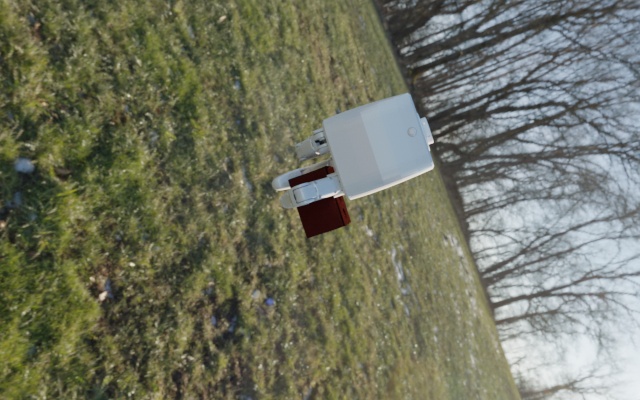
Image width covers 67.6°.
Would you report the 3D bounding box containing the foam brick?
[{"bbox_3d":[0.000,0.002,0.595,0.051,0.078,0.053,-18,-1,11],"label":"foam brick"}]
